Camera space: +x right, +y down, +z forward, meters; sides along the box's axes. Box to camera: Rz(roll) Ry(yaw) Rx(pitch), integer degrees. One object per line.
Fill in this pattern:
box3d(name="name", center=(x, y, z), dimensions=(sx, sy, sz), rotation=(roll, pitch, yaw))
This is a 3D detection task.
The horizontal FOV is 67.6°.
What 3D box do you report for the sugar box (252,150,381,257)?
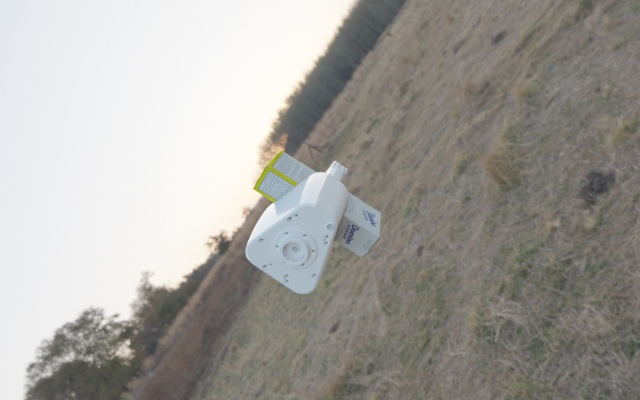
box3d(name="sugar box", center=(0.000, 0.003, 0.663), dimensions=(0.176, 0.048, 0.093), rotation=(35, 21, -5))
